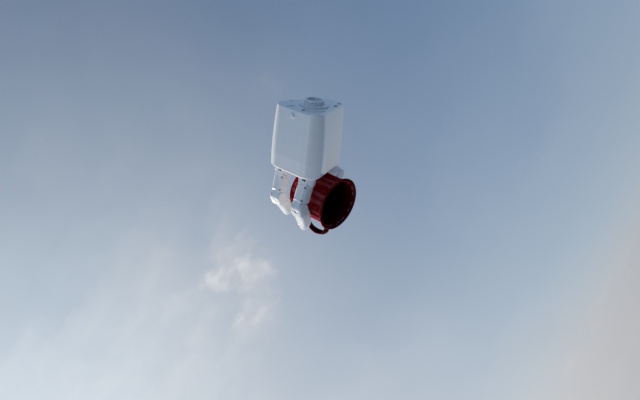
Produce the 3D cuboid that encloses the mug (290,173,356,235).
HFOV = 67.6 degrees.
[{"bbox_3d":[0.000,0.004,0.833,0.081,0.117,0.093,27,31,35],"label":"mug"}]
